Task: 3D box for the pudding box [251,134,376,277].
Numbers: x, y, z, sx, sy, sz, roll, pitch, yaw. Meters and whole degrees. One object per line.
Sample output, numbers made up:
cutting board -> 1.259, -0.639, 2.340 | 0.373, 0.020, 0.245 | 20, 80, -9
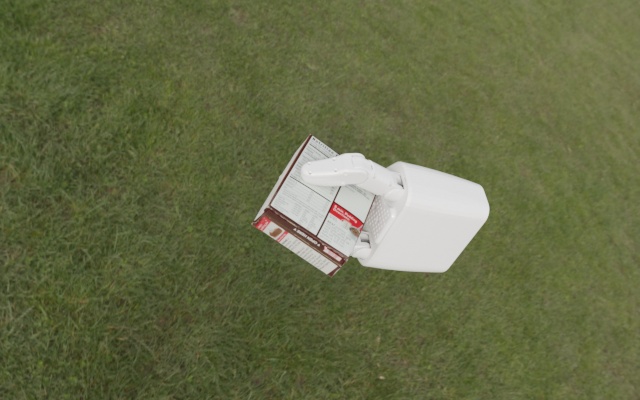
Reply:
pudding box -> 0.000, 0.001, 0.456 | 0.090, 0.113, 0.039 | 34, -44, -7
